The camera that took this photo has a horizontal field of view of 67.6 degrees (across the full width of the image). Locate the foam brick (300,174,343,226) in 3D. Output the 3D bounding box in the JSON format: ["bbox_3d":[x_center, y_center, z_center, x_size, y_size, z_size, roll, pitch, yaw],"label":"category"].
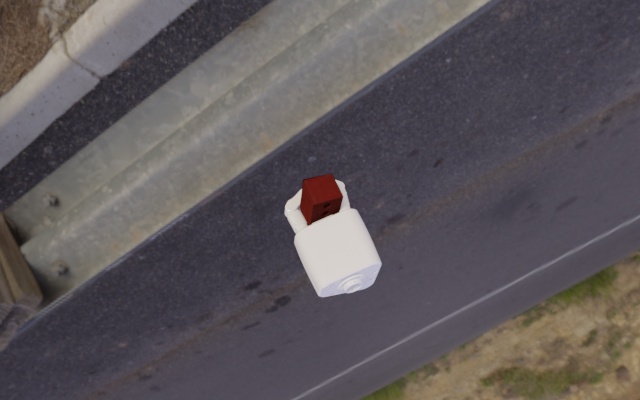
[{"bbox_3d":[0.000,0.002,0.785,0.053,0.051,0.078,-14,-33,-16],"label":"foam brick"}]
